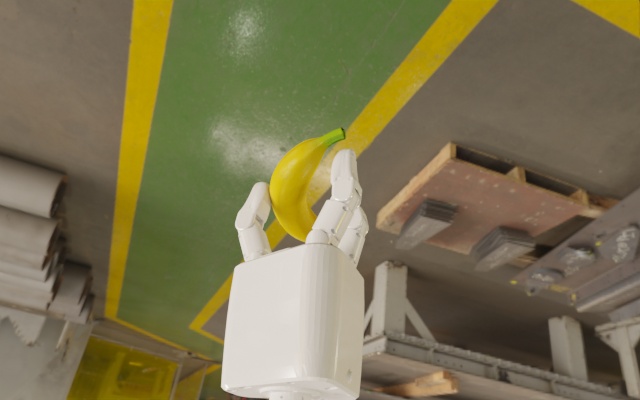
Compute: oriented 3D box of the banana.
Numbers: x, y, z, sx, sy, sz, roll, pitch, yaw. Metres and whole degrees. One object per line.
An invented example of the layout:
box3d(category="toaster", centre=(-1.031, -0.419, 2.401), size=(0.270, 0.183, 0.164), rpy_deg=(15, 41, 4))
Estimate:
box3d(category="banana", centre=(-0.018, -0.001, 0.499), size=(0.069, 0.037, 0.198), rpy_deg=(1, -32, -5))
